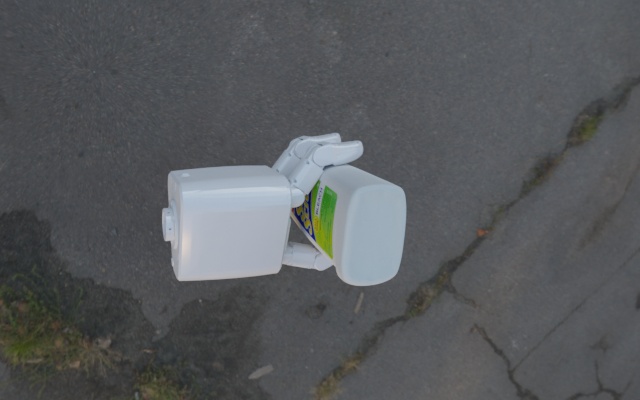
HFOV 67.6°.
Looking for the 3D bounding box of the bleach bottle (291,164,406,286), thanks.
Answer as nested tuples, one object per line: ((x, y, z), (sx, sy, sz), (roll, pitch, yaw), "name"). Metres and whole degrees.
((0.000, 0.002, 0.544), (0.068, 0.102, 0.250), (-1, 14, -25), "bleach bottle")
